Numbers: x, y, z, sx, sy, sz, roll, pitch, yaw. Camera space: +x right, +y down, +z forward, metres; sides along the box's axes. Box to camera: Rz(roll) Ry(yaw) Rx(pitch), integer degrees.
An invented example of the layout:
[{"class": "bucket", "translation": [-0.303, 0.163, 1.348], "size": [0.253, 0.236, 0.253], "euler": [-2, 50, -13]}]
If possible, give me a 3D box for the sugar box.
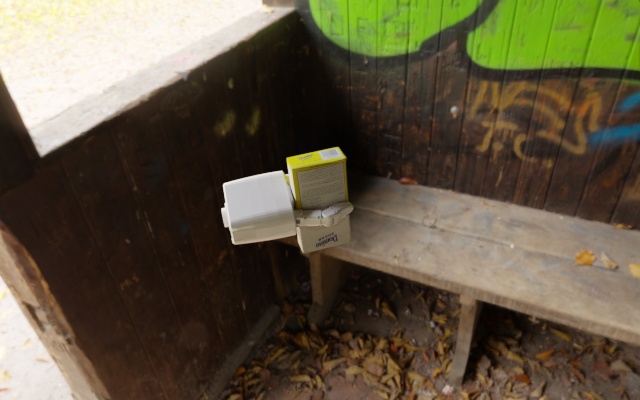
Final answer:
[{"class": "sugar box", "translation": [0.000, 0.002, 0.817], "size": [0.093, 0.176, 0.048], "euler": [-12, 37, -11]}]
